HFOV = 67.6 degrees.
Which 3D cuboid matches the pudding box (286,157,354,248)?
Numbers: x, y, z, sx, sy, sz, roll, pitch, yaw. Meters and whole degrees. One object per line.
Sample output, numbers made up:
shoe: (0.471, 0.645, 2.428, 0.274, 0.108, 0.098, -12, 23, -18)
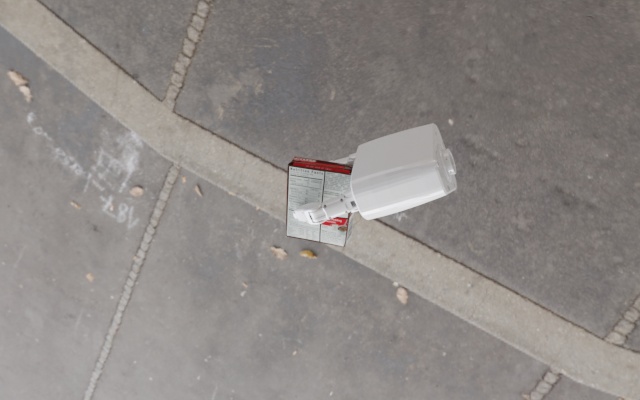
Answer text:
pudding box: (0.000, 0.002, 0.649, 0.090, 0.113, 0.039, 10, 24, 13)
